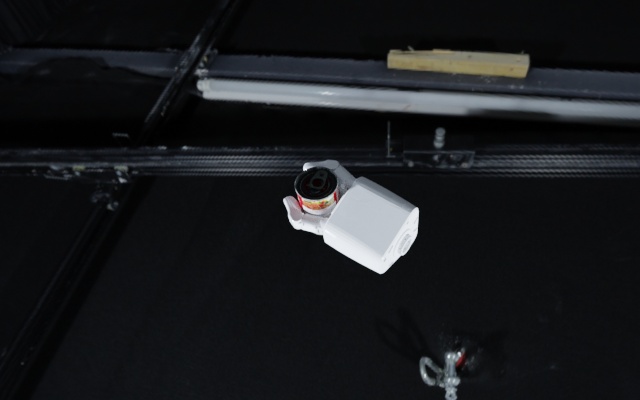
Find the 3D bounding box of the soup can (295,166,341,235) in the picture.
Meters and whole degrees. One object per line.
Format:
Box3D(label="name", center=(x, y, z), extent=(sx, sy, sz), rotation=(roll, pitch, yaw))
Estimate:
Box3D(label="soup can", center=(0.000, 0.003, 0.778), extent=(0.068, 0.068, 0.102), rotation=(0, -36, 9))
